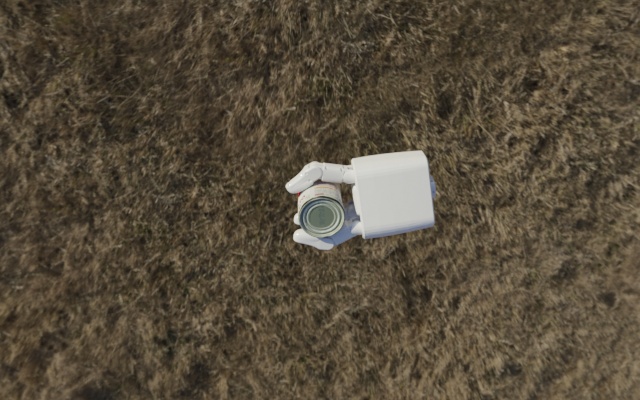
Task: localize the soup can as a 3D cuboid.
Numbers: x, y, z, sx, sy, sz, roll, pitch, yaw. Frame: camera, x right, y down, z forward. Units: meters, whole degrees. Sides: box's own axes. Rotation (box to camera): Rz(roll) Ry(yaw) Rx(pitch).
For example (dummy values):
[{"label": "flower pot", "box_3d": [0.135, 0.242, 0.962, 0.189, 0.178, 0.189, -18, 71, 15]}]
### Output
[{"label": "soup can", "box_3d": [0.000, 0.002, 0.709, 0.068, 0.068, 0.102, 0, 27, -3]}]
